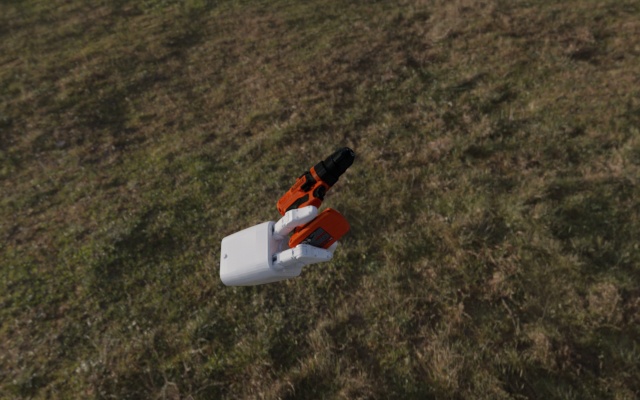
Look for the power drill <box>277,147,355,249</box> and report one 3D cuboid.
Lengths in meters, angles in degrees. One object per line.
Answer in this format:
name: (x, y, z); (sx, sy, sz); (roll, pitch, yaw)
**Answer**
power drill: (0.000, 0.003, 0.849); (0.057, 0.184, 0.187); (38, 21, -25)
